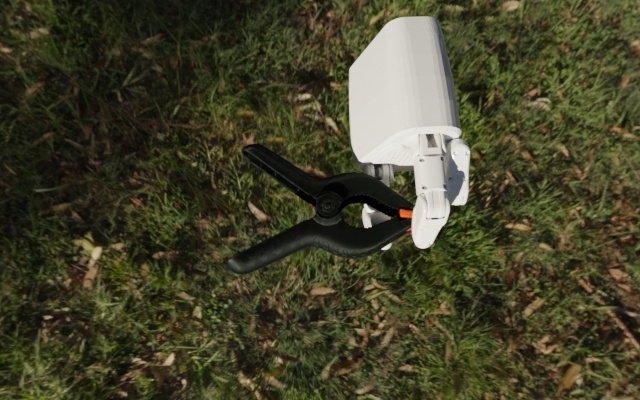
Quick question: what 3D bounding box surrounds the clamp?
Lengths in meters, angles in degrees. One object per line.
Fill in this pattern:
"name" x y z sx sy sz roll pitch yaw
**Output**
"clamp" 0.000 0.001 0.429 0.171 0.120 0.039 -3 -13 -4
